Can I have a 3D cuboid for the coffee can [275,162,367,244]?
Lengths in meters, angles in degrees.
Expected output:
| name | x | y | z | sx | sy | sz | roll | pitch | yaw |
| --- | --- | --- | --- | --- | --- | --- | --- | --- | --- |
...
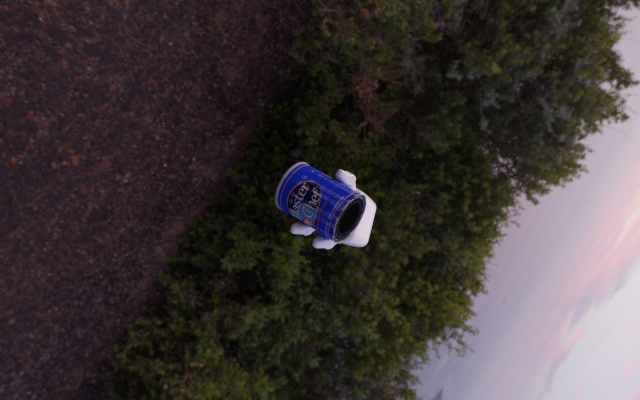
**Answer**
| name | x | y | z | sx | sy | sz | roll | pitch | yaw |
| --- | --- | --- | --- | --- | --- | --- | --- | --- | --- |
| coffee can | 0.000 | 0.003 | 0.897 | 0.140 | 0.103 | 0.103 | 30 | 14 | 26 |
